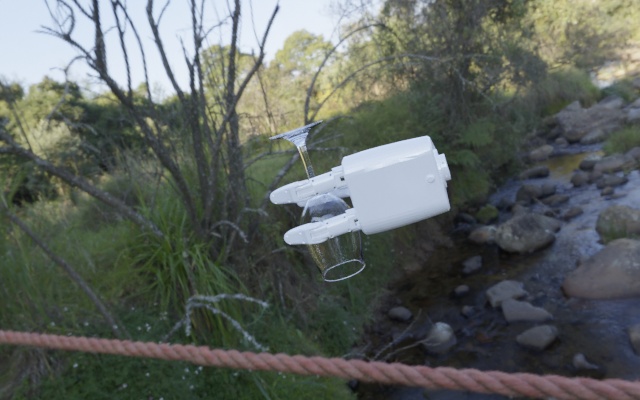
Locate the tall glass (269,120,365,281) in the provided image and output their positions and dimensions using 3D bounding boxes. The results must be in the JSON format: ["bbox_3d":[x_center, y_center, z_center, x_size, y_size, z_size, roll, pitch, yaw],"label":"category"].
[{"bbox_3d":[0.000,0.001,0.627,0.079,0.201,0.079,-18,9,3],"label":"tall glass"}]
